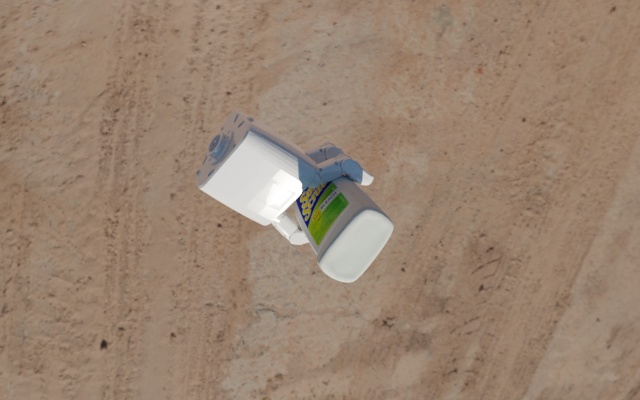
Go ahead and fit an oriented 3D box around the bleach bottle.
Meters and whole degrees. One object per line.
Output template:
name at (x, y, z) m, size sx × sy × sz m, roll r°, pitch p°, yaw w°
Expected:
bleach bottle at (0.000, 0.002, 0.660) m, size 0.068 × 0.102 × 0.250 m, roll 32°, pitch 8°, yaw -32°
